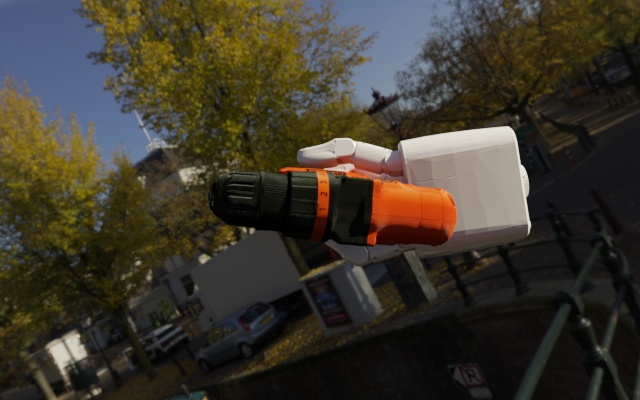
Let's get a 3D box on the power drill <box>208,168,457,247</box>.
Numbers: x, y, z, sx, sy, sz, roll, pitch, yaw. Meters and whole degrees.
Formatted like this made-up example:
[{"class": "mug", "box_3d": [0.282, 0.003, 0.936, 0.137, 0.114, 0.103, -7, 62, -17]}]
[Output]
[{"class": "power drill", "box_3d": [0.000, 0.001, 0.421, 0.184, 0.057, 0.187, 7, 5, -10]}]
